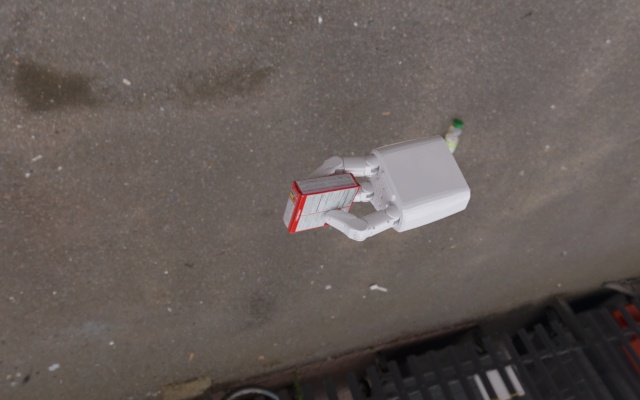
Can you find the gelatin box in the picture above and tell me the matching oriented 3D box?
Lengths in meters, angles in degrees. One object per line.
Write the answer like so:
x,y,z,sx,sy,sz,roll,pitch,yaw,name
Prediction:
0.000,0.002,0.628,0.089,0.030,0.073,-11,-38,-29,gelatin box
